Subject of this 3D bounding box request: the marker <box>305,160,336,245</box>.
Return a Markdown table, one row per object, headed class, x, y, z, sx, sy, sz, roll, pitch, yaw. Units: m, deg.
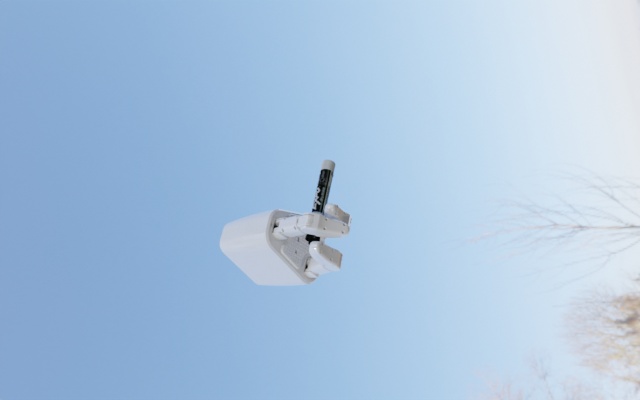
| class | x | y | z | sx | sy | sz | roll | pitch | yaw |
| --- | --- | --- | --- | --- | --- | --- | --- | --- | --- |
| marker | 0.000 | 0.002 | 0.621 | 0.020 | 0.121 | 0.020 | 10 | -26 | 5 |
